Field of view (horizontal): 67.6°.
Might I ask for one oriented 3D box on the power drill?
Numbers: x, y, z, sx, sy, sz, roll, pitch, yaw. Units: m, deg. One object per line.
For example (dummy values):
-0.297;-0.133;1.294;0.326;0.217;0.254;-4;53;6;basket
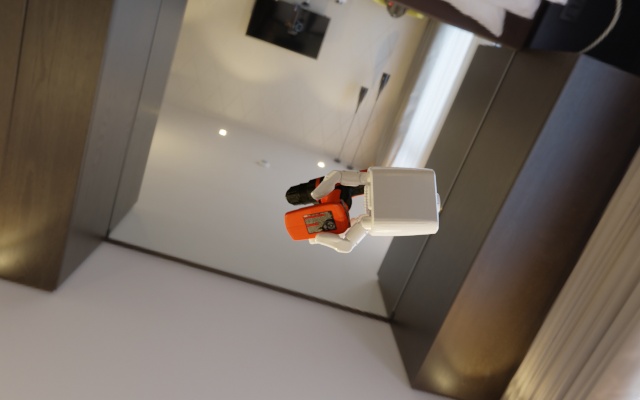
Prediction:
0.000;0.003;0.851;0.184;0.057;0.187;-13;20;21;power drill
